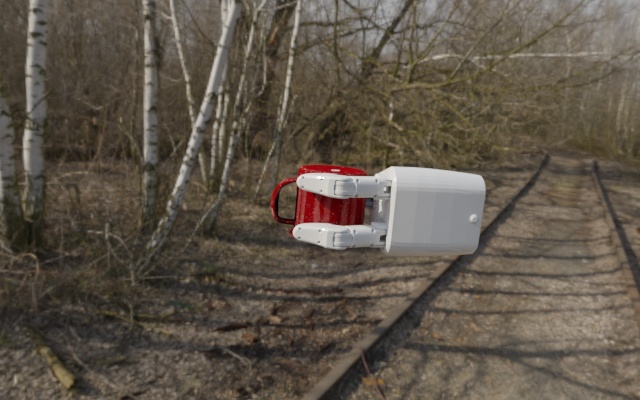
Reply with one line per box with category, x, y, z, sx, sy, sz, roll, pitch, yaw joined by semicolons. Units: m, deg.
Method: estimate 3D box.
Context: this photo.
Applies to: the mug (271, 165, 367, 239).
mug;-0.001;0.002;0.563;0.117;0.081;0.093;3;10;-10
